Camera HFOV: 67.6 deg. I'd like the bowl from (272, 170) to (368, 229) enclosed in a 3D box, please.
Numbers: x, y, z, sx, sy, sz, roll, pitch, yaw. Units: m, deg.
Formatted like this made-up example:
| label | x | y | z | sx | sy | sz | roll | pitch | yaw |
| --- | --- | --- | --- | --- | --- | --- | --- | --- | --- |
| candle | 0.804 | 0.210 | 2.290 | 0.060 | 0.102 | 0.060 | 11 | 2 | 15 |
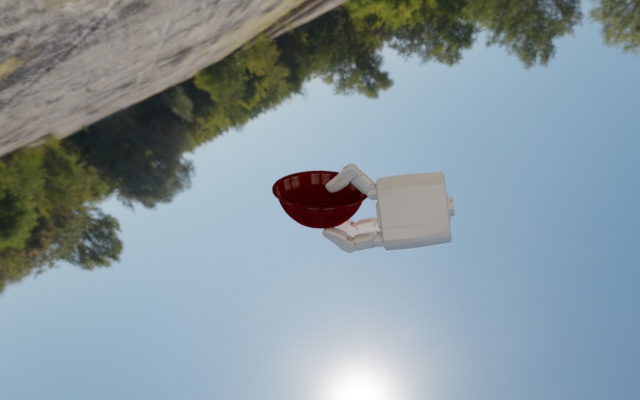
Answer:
| label | x | y | z | sx | sy | sz | roll | pitch | yaw |
| --- | --- | --- | --- | --- | --- | --- | --- | --- | --- |
| bowl | -0.001 | 0.003 | 0.797 | 0.162 | 0.055 | 0.162 | 1 | 24 | -1 |
